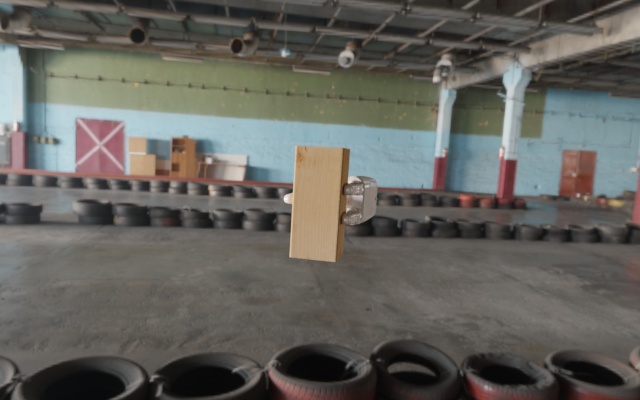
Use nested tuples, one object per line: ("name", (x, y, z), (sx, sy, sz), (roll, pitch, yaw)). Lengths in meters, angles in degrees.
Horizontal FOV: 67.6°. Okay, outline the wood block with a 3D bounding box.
("wood block", (0.000, 0.003, 0.900), (0.091, 0.206, 0.090), (4, 6, 11))
